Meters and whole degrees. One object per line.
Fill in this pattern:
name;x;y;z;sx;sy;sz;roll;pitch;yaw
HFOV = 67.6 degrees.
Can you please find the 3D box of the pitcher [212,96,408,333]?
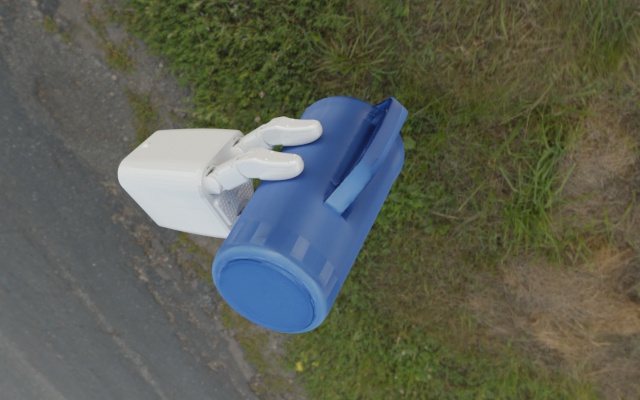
pitcher;0.000;0.002;0.477;0.145;0.149;0.242;7;41;20
